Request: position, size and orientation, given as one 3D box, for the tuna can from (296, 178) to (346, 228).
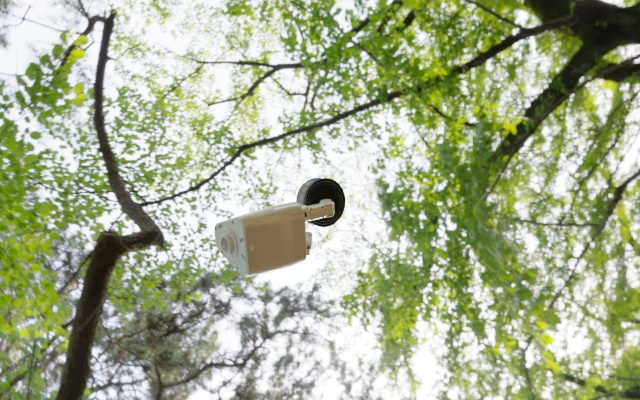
[{"bbox_3d":[0.000,0.003,0.834,0.086,0.086,0.034,0,5,-35],"label":"tuna can"}]
